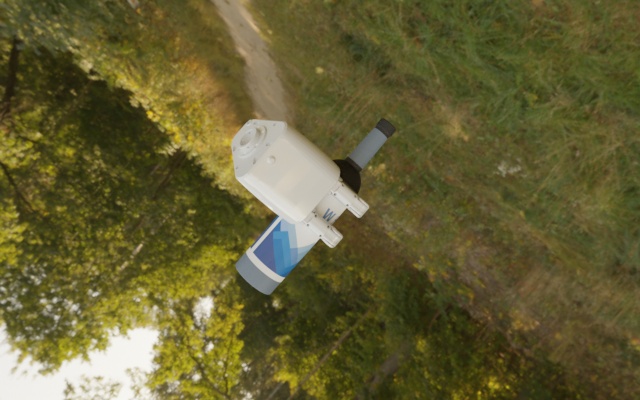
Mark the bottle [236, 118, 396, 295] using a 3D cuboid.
[{"bbox_3d":[0.000,0.002,0.681,0.069,0.296,0.069,41,2,-2],"label":"bottle"}]
